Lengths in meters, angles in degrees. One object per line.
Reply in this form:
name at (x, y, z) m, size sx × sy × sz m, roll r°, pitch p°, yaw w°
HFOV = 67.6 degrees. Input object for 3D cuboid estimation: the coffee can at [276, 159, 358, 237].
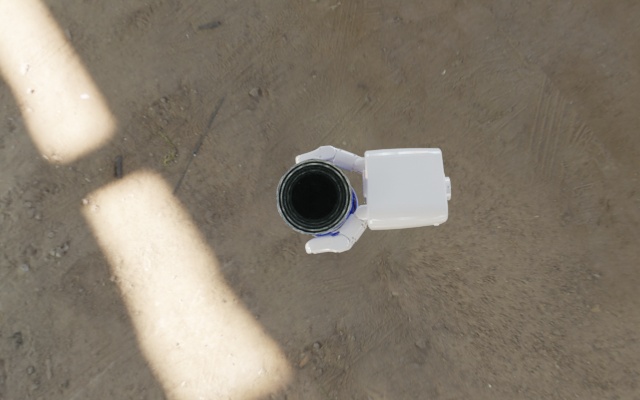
coffee can at (0.000, 0.002, 0.699) m, size 0.103 × 0.103 × 0.140 m, roll 0°, pitch -6°, yaw 8°
